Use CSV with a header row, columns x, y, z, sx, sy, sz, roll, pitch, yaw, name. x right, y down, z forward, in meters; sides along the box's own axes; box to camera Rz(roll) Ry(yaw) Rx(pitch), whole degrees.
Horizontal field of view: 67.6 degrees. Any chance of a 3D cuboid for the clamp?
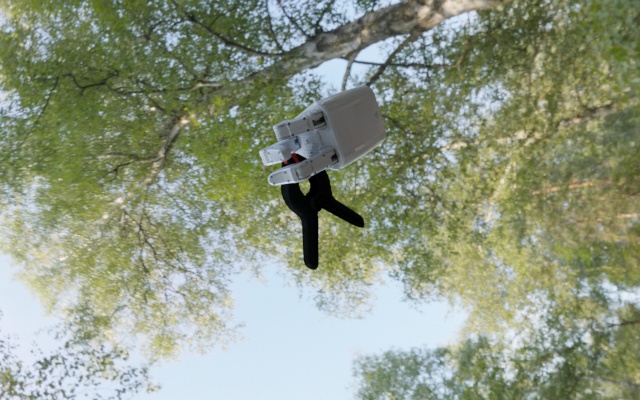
x,y,z,sx,sy,sz,roll,pitch,yaw,name
0.000,0.002,0.703,0.120,0.171,0.039,-31,21,-36,clamp
